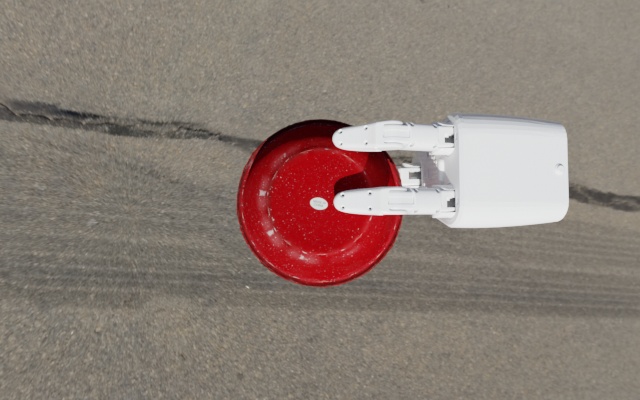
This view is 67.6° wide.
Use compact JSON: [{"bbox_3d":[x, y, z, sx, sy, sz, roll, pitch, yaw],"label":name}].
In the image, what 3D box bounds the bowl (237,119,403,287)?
[{"bbox_3d":[-0.001,0.002,0.434,0.162,0.162,0.055,0,-1,0],"label":"bowl"}]
